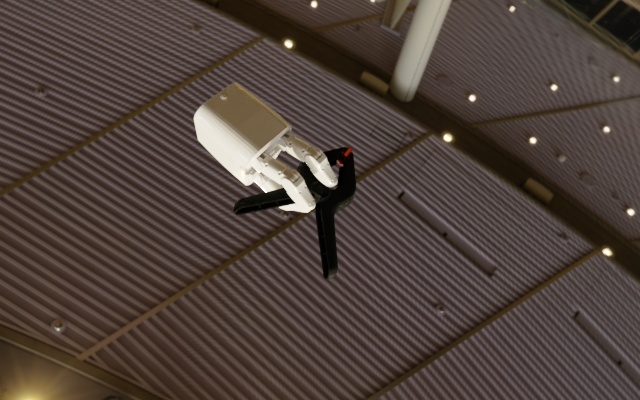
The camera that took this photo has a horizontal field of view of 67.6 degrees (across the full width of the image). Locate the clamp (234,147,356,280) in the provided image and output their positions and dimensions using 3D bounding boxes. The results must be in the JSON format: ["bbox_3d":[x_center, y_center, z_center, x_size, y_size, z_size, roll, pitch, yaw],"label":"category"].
[{"bbox_3d":[0.000,0.002,0.692,0.210,0.164,0.036,-47,-2,-35],"label":"clamp"}]
